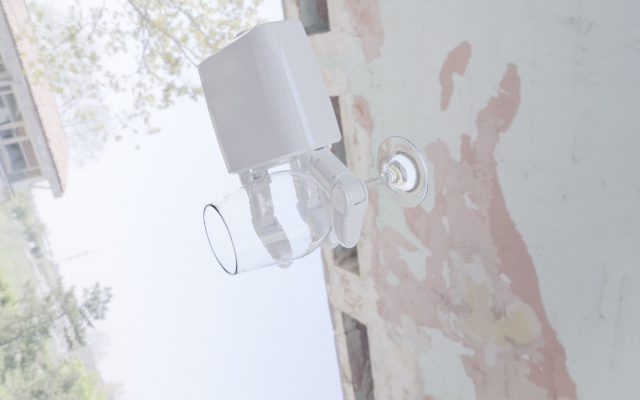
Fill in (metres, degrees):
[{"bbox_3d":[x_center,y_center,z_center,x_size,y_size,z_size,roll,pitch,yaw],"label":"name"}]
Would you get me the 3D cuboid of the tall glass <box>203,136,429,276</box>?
[{"bbox_3d":[0.001,0.001,0.431,0.201,0.079,0.079,-21,11,-29],"label":"tall glass"}]
